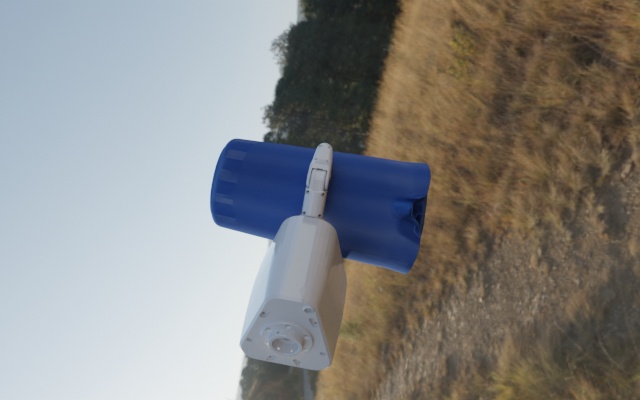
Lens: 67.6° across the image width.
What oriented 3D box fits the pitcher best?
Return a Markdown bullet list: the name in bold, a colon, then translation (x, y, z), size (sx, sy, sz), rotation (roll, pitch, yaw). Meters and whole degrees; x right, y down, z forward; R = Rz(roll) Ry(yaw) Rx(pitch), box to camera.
- **pitcher**: translation (0.000, 0.002, 0.580), size (0.243, 0.149, 0.145), rotation (11, 39, 1)
